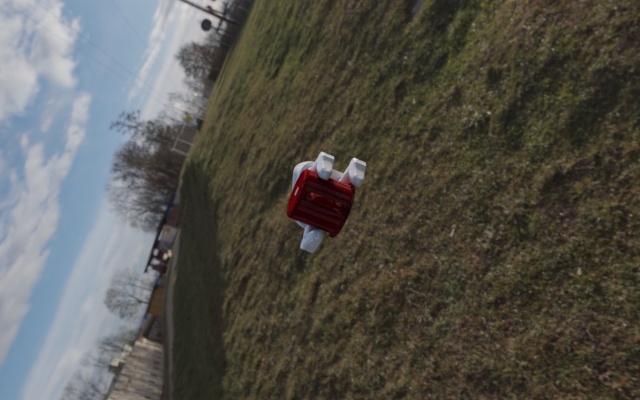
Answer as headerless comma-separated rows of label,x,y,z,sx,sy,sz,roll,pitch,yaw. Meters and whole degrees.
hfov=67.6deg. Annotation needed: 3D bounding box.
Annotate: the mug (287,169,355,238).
mug,0.000,0.003,0.736,0.081,0.093,0.117,21,1,-12
